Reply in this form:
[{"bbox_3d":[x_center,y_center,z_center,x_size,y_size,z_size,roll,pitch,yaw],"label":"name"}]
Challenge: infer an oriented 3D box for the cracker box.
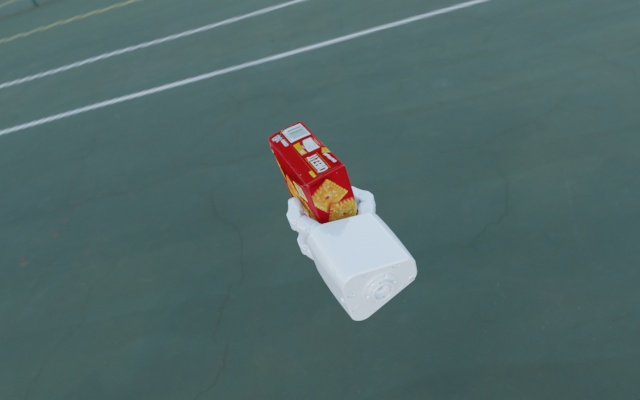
[{"bbox_3d":[0.000,0.002,0.772,0.072,0.214,0.164,-27,40,-10],"label":"cracker box"}]
